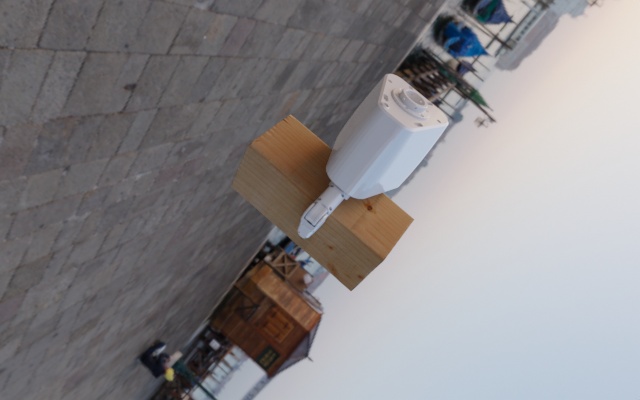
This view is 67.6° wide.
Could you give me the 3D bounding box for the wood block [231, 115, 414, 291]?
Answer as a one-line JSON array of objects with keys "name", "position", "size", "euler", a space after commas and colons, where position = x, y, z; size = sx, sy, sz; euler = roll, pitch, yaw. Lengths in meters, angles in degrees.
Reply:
[{"name": "wood block", "position": [0.000, 0.002, 0.606], "size": [0.090, 0.206, 0.090], "euler": [-45, -7, -41]}]
